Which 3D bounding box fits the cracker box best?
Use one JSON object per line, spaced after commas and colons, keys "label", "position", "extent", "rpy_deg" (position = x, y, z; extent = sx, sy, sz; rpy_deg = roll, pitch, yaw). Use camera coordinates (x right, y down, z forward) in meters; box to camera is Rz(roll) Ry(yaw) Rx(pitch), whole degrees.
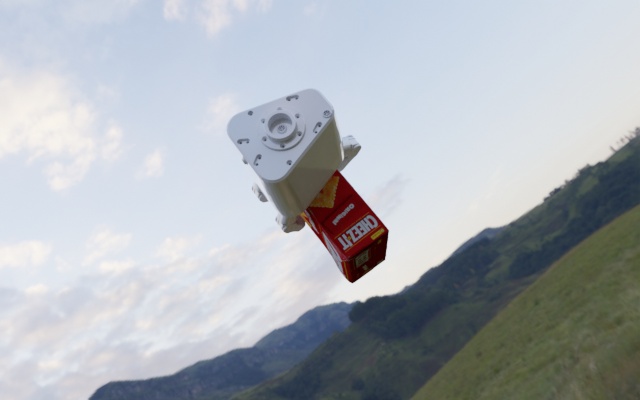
{"label": "cracker box", "position": [0.000, 0.002, 0.660], "extent": [0.072, 0.213, 0.164], "rpy_deg": [-36, -19, -6]}
